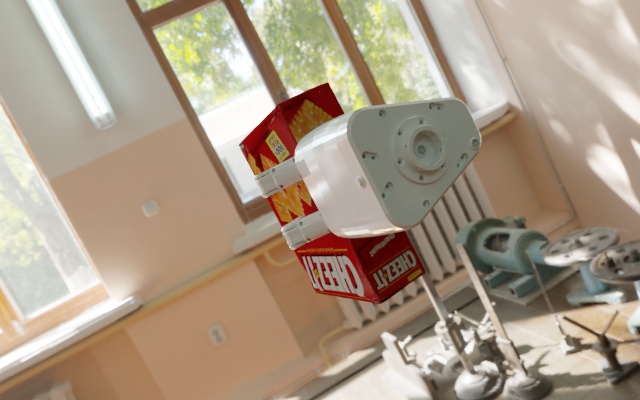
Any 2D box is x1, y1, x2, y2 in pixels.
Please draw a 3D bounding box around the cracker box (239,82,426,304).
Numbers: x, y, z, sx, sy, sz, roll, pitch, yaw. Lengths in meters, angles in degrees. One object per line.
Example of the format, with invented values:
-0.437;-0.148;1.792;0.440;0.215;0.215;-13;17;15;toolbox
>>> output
0.000;0.001;0.526;0.072;0.214;0.164;-29;6;-23;cracker box
